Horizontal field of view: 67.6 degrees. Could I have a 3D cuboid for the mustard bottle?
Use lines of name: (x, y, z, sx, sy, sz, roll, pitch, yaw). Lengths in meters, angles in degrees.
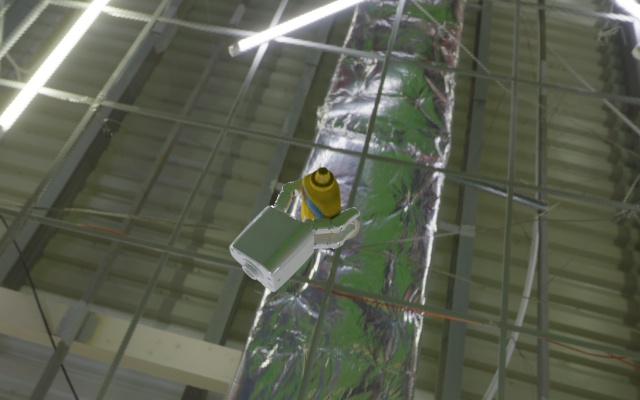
mustard bottle: (0.000, 0.003, 0.869, 0.058, 0.096, 0.192, -23, -29, -16)
